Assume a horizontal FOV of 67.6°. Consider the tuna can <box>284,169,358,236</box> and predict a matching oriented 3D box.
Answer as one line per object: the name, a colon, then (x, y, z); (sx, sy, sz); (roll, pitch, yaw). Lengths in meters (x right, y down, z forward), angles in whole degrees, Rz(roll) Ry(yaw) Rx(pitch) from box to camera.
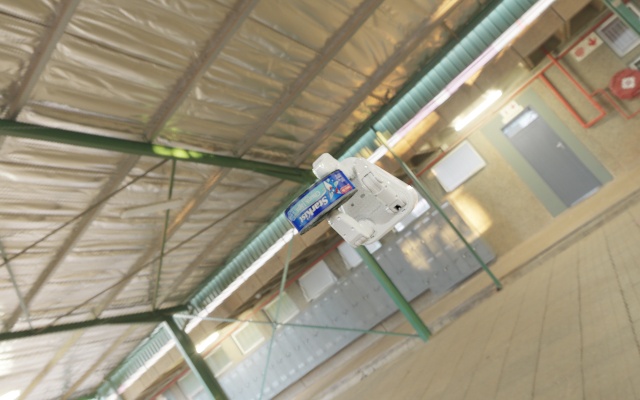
tuna can: (0.000, 0.001, 0.555); (0.086, 0.034, 0.086); (-38, -6, -4)
